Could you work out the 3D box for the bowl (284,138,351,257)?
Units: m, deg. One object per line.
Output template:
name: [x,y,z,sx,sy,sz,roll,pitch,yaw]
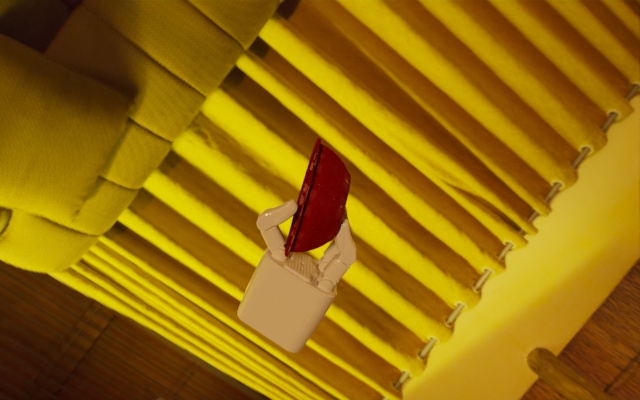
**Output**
bowl: [0.001,0.001,0.626,0.055,0.162,0.162,16,-1,-5]
